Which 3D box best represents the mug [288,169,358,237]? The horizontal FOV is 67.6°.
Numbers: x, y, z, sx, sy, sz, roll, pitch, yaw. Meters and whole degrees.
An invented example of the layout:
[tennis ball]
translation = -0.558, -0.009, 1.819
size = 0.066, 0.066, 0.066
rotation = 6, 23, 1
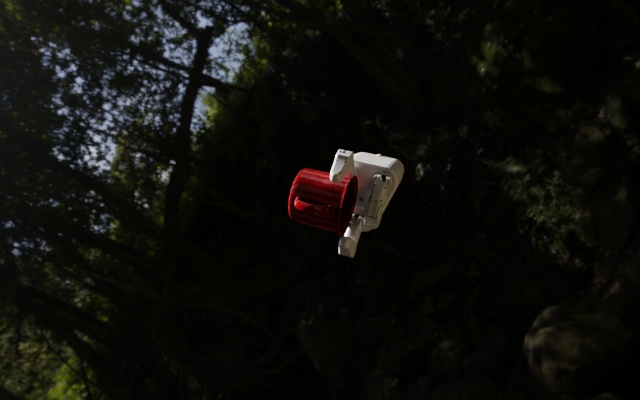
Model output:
[mug]
translation = -0.001, 0.003, 0.697
size = 0.081, 0.093, 0.117
rotation = 14, 16, 15
